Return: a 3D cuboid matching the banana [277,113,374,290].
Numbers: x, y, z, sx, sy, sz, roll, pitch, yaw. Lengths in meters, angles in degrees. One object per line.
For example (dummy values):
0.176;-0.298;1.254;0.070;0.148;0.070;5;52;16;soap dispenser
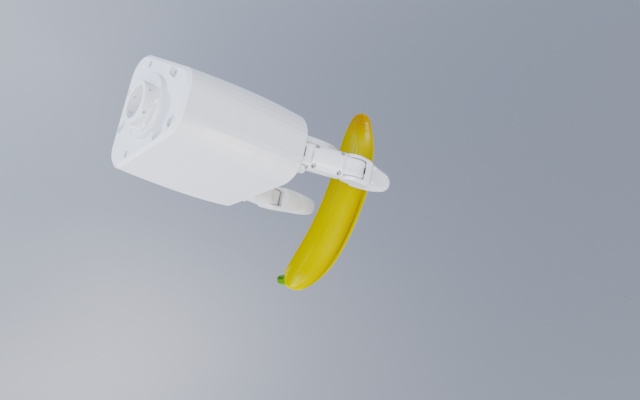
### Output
0.007;0.013;0.457;0.037;0.198;0.069;18;15;-37;banana
